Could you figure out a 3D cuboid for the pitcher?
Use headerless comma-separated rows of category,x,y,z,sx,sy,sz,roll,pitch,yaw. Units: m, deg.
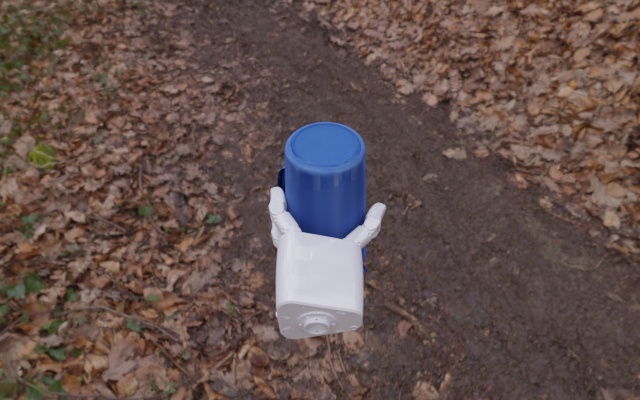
pitcher,0.000,0.003,0.720,0.149,0.145,0.243,1,-43,2
